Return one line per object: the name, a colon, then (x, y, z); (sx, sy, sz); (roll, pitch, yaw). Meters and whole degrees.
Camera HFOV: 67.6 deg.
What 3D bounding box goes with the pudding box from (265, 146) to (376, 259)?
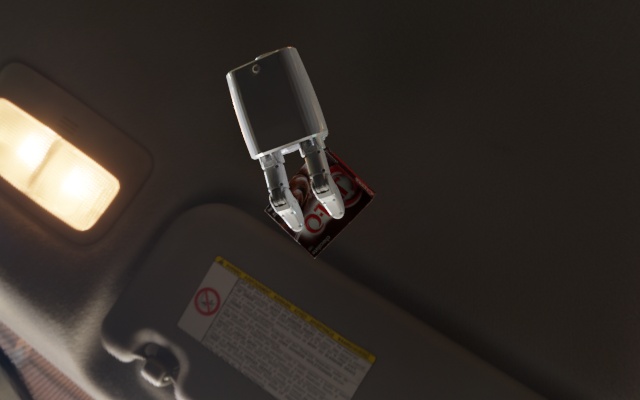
pudding box: (0.000, 0.002, 0.602); (0.113, 0.090, 0.039); (-47, -3, 21)
